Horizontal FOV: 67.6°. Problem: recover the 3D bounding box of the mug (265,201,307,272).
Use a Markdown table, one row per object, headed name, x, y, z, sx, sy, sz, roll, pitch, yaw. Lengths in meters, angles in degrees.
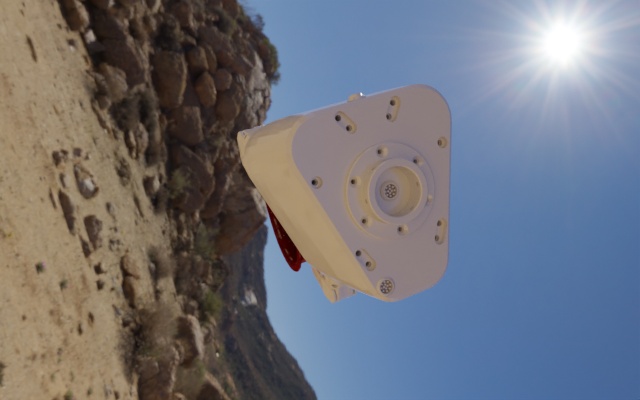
| name | x | y | z | sx | sy | sz | roll | pitch | yaw |
| --- | --- | --- | --- | --- | --- | --- | --- | --- | --- |
| mug | 0.000 | 0.001 | 0.407 | 0.081 | 0.093 | 0.117 | -16 | 9 | -16 |
